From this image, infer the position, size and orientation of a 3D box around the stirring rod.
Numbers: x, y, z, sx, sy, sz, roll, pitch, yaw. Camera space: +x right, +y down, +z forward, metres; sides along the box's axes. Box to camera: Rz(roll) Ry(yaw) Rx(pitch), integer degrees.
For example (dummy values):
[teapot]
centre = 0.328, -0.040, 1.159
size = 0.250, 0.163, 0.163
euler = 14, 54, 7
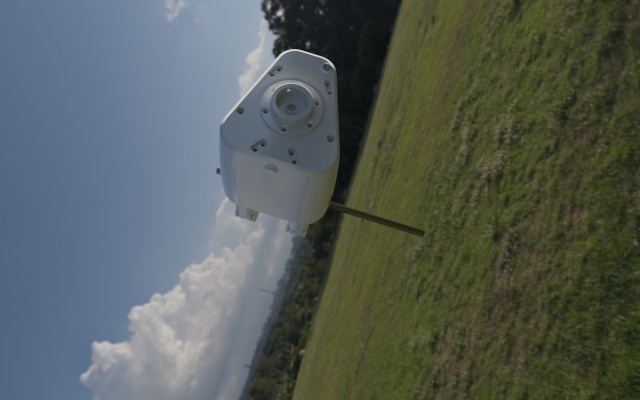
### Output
[stirring rod]
centre = 0.000, 0.002, 0.532
size = 0.239, 0.011, 0.011
euler = 17, 0, 0
